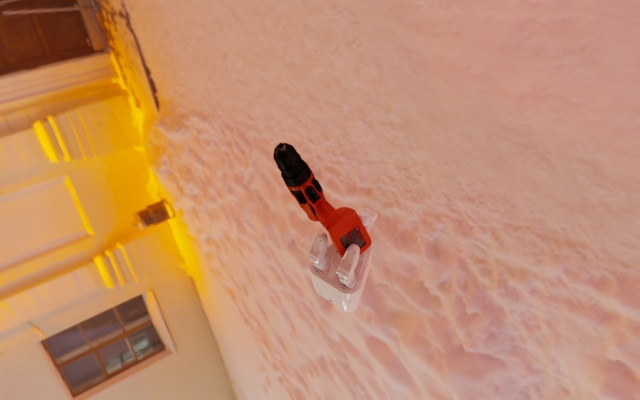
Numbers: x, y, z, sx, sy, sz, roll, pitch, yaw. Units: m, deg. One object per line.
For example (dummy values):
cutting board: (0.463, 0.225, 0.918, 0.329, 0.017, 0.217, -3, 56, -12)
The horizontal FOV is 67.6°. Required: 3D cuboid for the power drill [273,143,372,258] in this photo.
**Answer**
power drill: (0.000, 0.003, 0.795, 0.057, 0.184, 0.187, -37, 43, -5)
